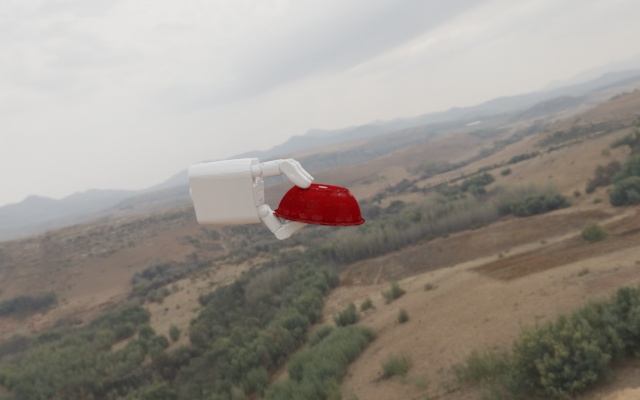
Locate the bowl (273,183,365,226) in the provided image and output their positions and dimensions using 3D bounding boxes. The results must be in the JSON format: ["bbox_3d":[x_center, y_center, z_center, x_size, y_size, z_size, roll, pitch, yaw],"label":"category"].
[{"bbox_3d":[0.001,0.002,0.828,0.162,0.055,0.162,6,7,-1],"label":"bowl"}]
